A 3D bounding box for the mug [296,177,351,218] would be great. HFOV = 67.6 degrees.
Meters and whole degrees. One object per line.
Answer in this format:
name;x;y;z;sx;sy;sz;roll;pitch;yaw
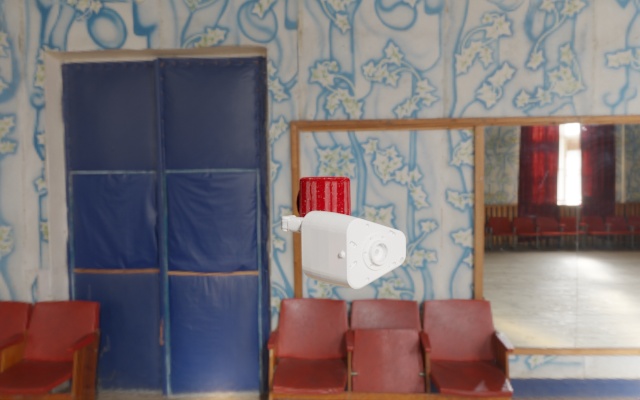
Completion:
mug;-0.001;0.002;0.775;0.093;0.081;0.117;-3;5;-36
